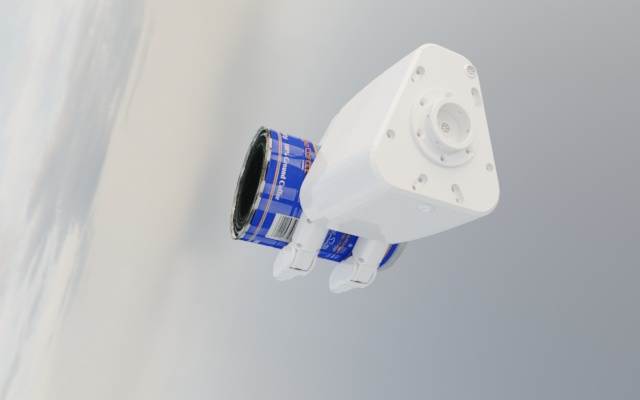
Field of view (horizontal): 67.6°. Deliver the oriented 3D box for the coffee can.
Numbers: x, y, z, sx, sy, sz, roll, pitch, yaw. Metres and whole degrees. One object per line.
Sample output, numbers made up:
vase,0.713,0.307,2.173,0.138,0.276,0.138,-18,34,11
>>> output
coffee can,0.000,0.001,0.437,0.140,0.103,0.103,15,-5,-20
